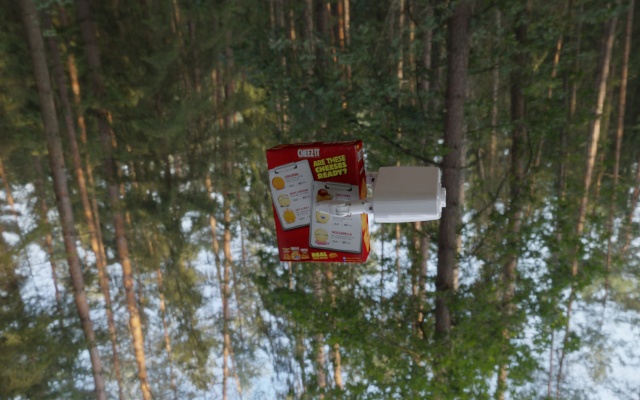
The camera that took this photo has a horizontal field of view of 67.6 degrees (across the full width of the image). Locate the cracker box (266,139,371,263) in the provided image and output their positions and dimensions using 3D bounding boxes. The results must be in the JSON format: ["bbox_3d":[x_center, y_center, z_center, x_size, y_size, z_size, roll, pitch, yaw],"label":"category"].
[{"bbox_3d":[0.000,0.003,0.866,0.164,0.214,0.072,-1,16,16],"label":"cracker box"}]
